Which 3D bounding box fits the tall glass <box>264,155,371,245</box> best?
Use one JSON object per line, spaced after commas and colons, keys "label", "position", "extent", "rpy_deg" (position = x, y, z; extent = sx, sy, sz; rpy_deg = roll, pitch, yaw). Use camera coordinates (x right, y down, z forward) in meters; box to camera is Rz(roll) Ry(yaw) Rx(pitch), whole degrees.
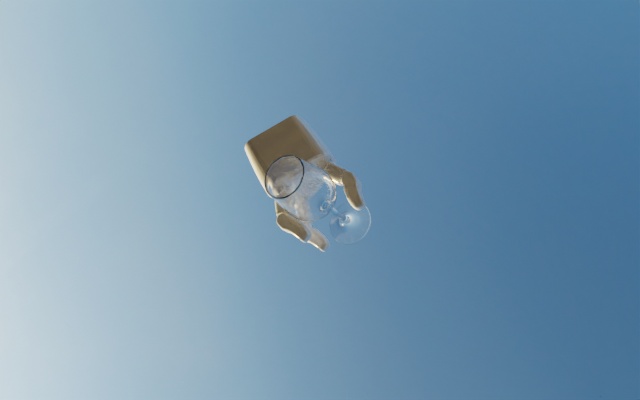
{"label": "tall glass", "position": [0.001, 0.003, 0.697], "extent": [0.079, 0.079, 0.201], "rpy_deg": [0, -19, 30]}
